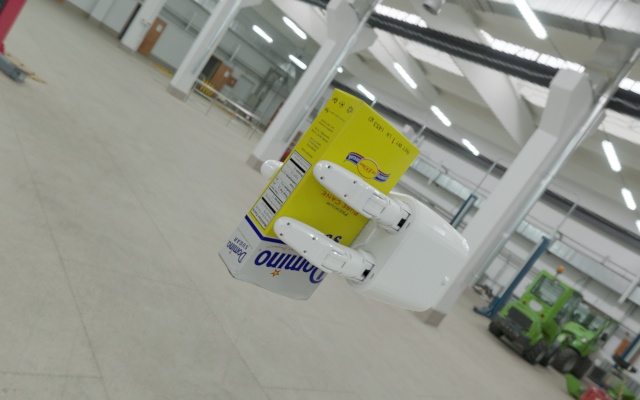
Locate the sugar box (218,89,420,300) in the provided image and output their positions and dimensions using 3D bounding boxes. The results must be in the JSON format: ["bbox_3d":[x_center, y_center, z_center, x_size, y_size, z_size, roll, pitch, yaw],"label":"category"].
[{"bbox_3d":[0.000,0.002,0.417,0.093,0.176,0.048,29,8,-42],"label":"sugar box"}]
